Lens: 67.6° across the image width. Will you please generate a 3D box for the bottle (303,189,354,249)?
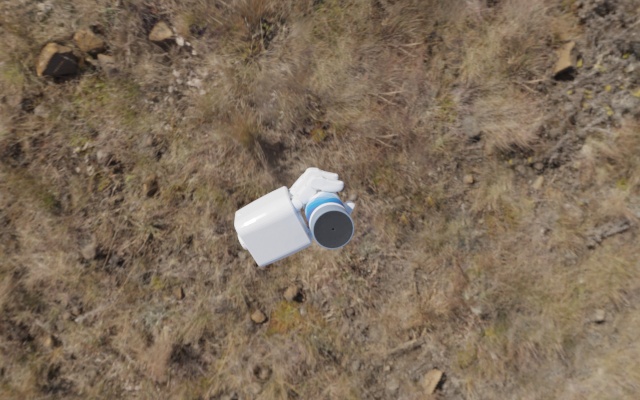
[{"bbox_3d":[0.000,0.003,0.874,0.069,0.069,0.295,0,17,-8],"label":"bottle"}]
